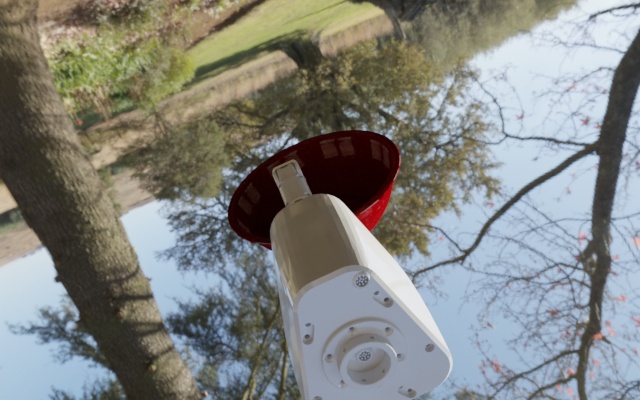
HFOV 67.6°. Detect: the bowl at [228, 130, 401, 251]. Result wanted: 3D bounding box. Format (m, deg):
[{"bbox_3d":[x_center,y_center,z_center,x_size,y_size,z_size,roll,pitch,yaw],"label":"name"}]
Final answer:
[{"bbox_3d":[0.000,0.001,0.437,0.162,0.055,0.162,-17,34,12],"label":"bowl"}]
